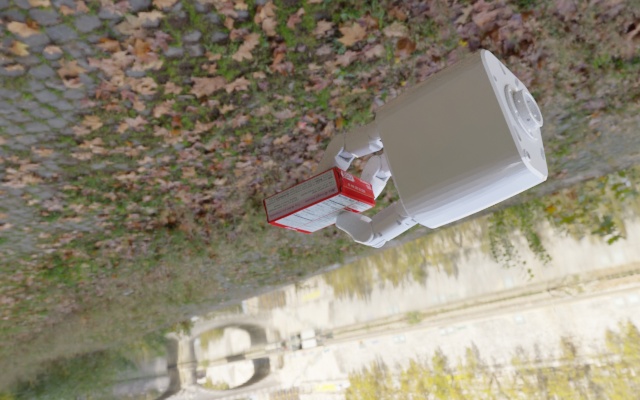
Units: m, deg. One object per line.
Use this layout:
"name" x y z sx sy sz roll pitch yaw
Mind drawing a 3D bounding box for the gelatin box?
"gelatin box" 0.000 0.002 0.478 0.089 0.030 0.073 -24 -22 26
